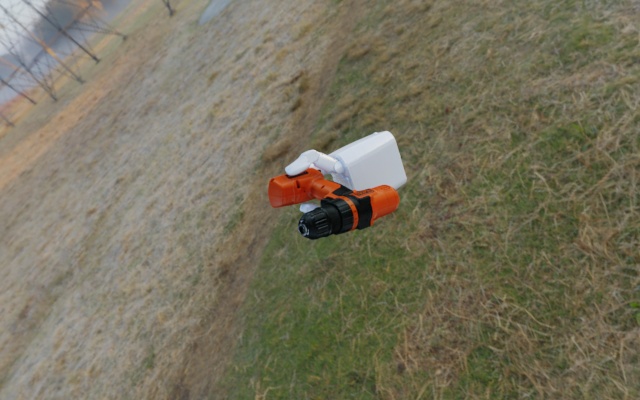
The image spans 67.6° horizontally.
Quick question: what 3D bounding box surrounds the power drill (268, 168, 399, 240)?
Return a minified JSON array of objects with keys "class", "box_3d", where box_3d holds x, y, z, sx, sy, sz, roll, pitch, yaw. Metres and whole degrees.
[{"class":"power drill","box_3d":[0.000,0.002,0.748,0.184,0.057,0.187,-16,25,-38]}]
